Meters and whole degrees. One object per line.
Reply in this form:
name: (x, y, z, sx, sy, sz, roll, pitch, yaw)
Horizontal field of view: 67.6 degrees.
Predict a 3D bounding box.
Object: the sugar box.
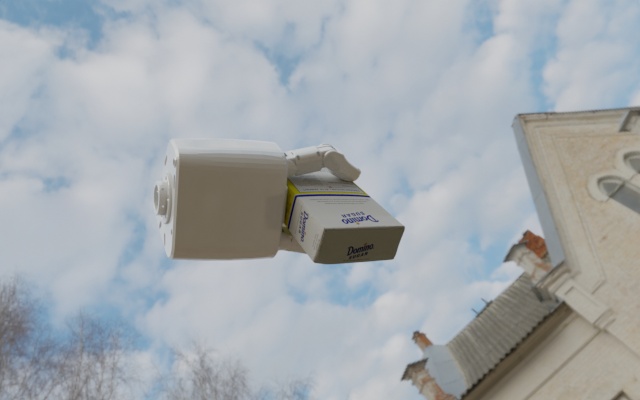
sugar box: (0.000, 0.002, 0.507, 0.093, 0.048, 0.176, 1, 30, -29)
